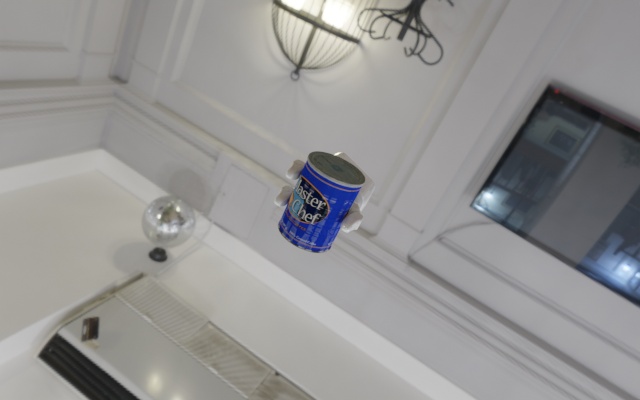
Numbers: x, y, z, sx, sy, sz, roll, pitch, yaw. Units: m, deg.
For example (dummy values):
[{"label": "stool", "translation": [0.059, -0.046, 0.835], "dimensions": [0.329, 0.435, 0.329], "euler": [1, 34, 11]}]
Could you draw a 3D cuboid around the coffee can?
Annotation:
[{"label": "coffee can", "translation": [0.000, 0.003, 0.809], "dimensions": [0.103, 0.140, 0.102], "euler": [21, 25, -10]}]
